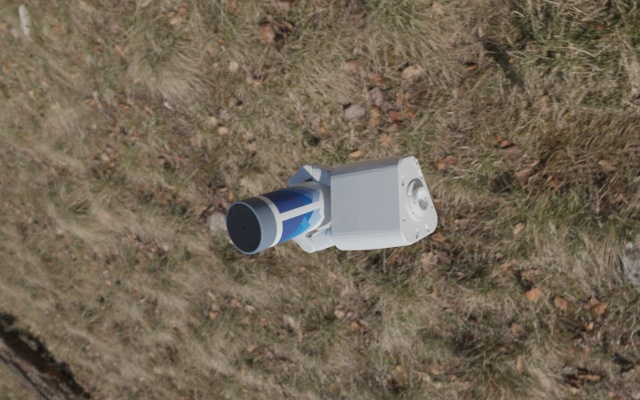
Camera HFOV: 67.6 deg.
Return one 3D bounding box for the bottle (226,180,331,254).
[{"bbox_3d":[0.000,0.002,0.685,0.069,0.069,0.295,0,12,40],"label":"bottle"}]
